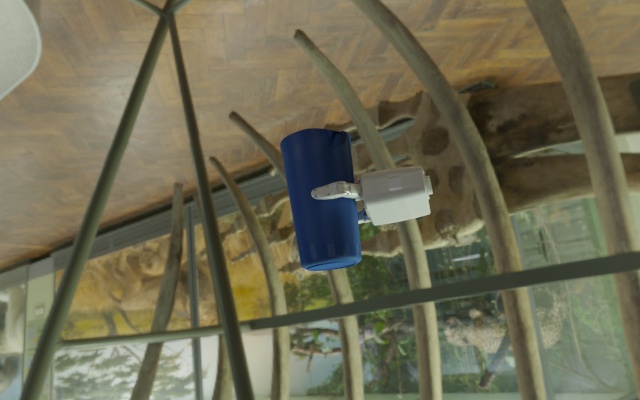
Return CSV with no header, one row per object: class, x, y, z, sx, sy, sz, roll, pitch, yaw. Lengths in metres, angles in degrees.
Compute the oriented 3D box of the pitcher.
pitcher,0.000,0.003,0.872,0.145,0.242,0.149,-11,-16,12
